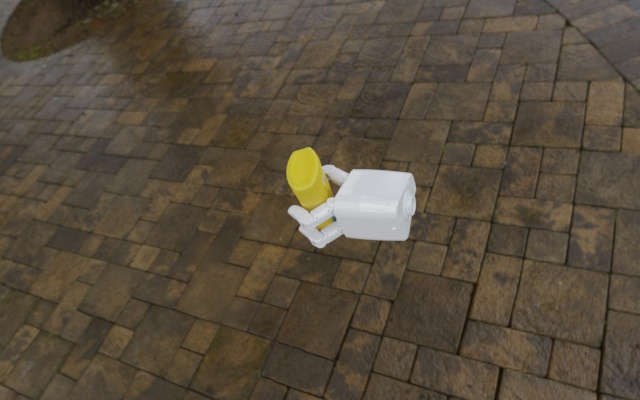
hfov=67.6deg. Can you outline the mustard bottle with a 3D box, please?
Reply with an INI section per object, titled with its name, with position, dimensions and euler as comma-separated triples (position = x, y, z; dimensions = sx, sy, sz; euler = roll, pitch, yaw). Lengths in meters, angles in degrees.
[mustard bottle]
position = 0.000, 0.003, 0.846
dimensions = 0.058, 0.096, 0.192
euler = -16, -42, 10
